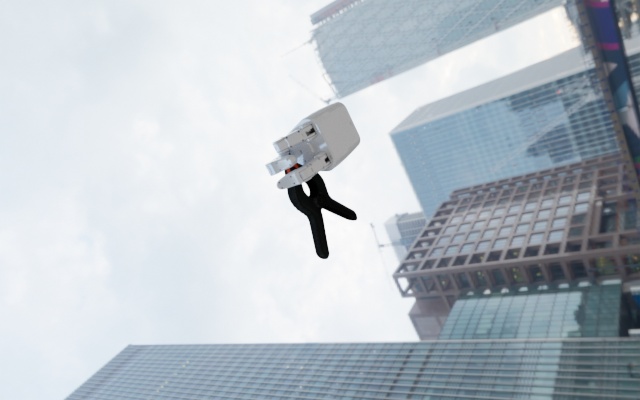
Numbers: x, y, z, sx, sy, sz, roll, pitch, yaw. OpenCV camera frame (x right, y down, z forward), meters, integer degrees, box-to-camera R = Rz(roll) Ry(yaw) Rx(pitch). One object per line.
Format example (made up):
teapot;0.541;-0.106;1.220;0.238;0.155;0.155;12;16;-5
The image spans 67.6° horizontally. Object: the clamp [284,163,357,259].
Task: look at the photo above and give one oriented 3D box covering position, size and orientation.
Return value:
clamp;0.000;0.003;0.833;0.039;0.171;0.120;-14;18;40
